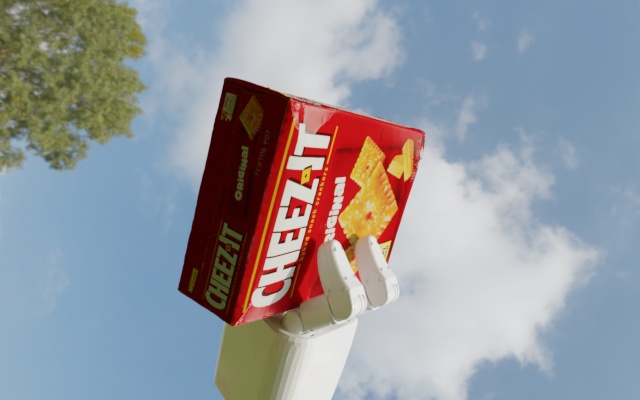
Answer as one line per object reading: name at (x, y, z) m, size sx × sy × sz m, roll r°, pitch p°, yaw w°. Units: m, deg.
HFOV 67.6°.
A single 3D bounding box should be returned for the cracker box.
cracker box at (0.000, 0.001, 0.409) m, size 0.072 × 0.164 × 0.213 m, roll 23°, pitch 14°, yaw 33°
